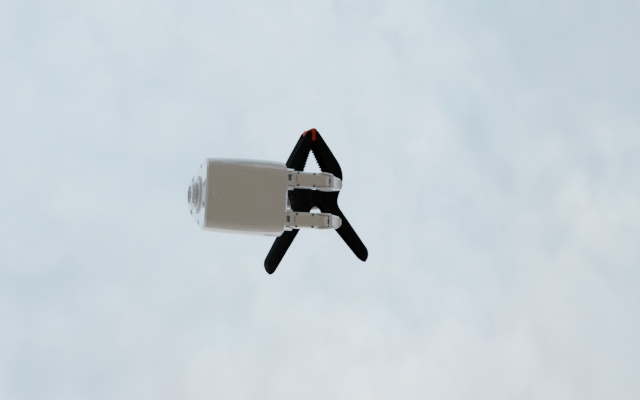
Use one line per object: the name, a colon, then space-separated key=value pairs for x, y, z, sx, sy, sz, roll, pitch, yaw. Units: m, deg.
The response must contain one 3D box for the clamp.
clamp: x=0.000 y=0.002 z=0.699 sx=0.164 sy=0.210 sz=0.036 roll=4 pitch=-3 yaw=-27
